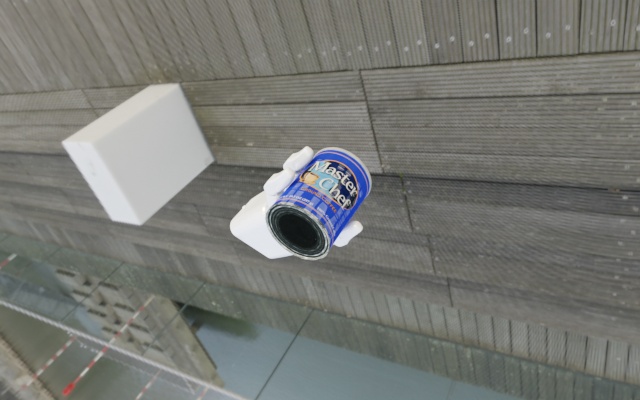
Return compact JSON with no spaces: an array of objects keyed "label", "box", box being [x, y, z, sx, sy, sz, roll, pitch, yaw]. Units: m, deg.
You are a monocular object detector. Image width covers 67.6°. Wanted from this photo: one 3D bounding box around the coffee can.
[{"label":"coffee can","box":[0.000,0.002,0.698,0.103,0.103,0.140,0,37,36]}]
